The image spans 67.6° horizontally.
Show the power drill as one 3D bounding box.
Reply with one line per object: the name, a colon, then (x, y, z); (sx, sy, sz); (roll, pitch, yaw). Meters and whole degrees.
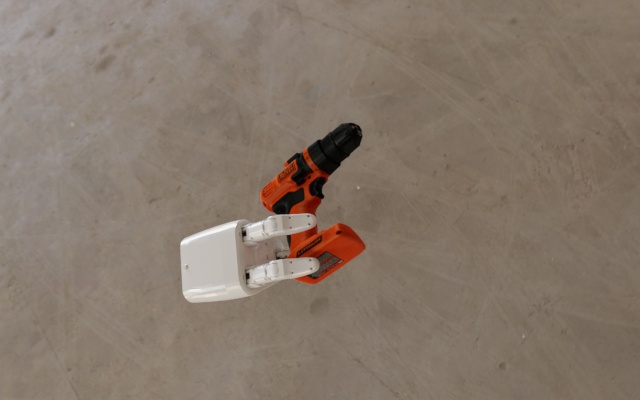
power drill: (0.000, 0.003, 0.640); (0.184, 0.187, 0.057); (-40, -49, 25)
